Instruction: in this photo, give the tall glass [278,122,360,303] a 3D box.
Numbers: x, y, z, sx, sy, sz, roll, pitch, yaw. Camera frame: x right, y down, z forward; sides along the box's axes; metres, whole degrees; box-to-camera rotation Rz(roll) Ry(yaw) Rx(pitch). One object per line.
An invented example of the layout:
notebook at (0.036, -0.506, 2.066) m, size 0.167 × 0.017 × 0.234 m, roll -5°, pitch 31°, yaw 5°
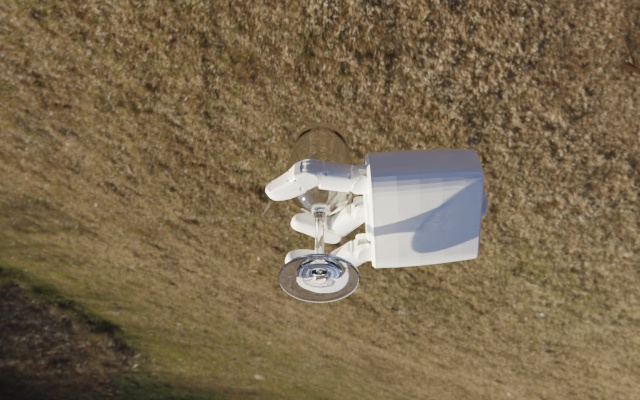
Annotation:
tall glass at (0.000, 0.002, 0.502) m, size 0.079 × 0.200 × 0.079 m, roll 0°, pitch -45°, yaw 0°
